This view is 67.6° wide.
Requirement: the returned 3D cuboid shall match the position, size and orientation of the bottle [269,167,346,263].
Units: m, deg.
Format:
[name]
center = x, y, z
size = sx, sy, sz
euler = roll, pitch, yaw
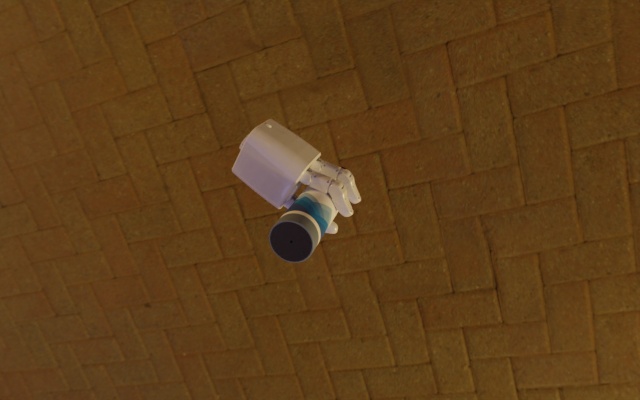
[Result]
[bottle]
center = 0.000, 0.003, 0.791
size = 0.069, 0.069, 0.295
euler = 0, 22, 18
